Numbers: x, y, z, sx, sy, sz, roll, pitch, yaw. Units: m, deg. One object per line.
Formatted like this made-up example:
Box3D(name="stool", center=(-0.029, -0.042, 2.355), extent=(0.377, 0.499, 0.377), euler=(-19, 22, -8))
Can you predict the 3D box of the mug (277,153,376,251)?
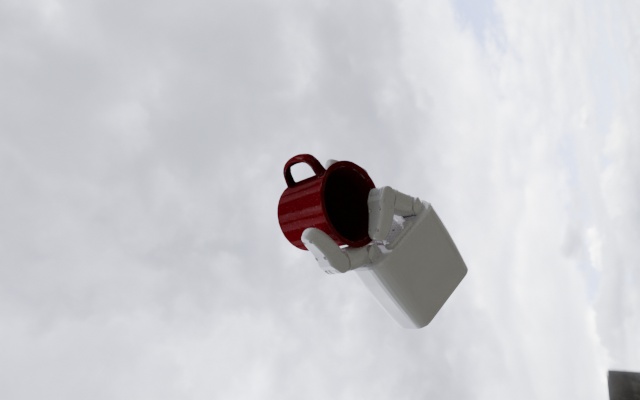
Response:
Box3D(name="mug", center=(-0.001, 0.001, 0.522), extent=(0.081, 0.117, 0.093), euler=(-16, 26, 44))
